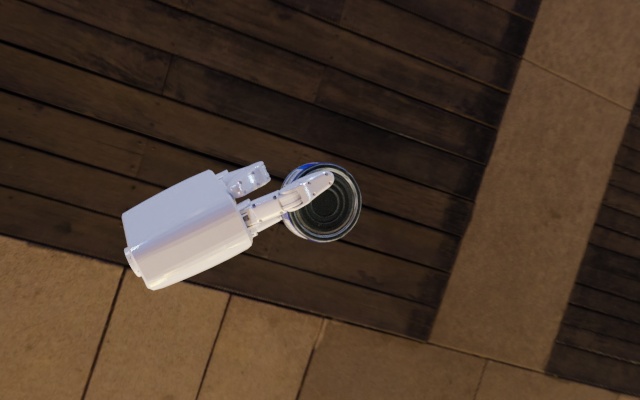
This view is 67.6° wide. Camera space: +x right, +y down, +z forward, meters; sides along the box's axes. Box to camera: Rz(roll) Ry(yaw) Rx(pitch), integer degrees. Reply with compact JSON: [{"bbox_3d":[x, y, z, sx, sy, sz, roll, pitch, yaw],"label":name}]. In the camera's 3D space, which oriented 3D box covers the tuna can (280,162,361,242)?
[{"bbox_3d":[0.000,0.002,0.513,0.086,0.086,0.034,0,3,-21],"label":"tuna can"}]
